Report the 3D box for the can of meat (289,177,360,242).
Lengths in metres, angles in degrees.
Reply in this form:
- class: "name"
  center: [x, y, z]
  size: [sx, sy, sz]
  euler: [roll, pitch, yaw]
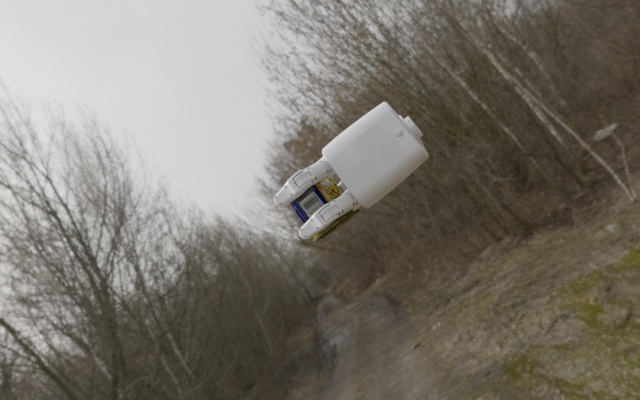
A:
- class: "can of meat"
  center: [0.000, 0.002, 0.670]
  size: [0.057, 0.084, 0.102]
  euler: [-39, -7, 19]
